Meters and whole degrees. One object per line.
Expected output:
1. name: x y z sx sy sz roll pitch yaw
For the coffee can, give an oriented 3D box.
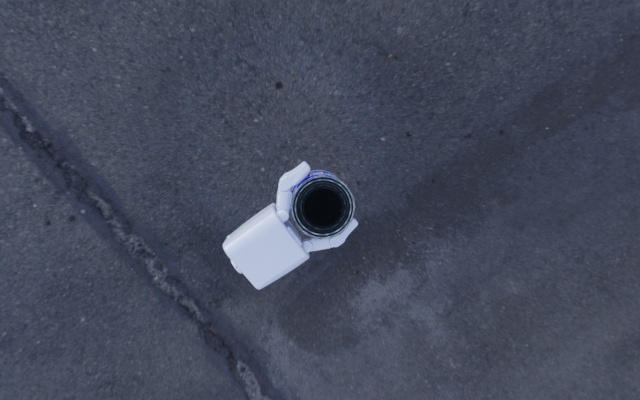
1. coffee can: 0.000 0.003 0.826 0.103 0.103 0.140 0 7 -4
